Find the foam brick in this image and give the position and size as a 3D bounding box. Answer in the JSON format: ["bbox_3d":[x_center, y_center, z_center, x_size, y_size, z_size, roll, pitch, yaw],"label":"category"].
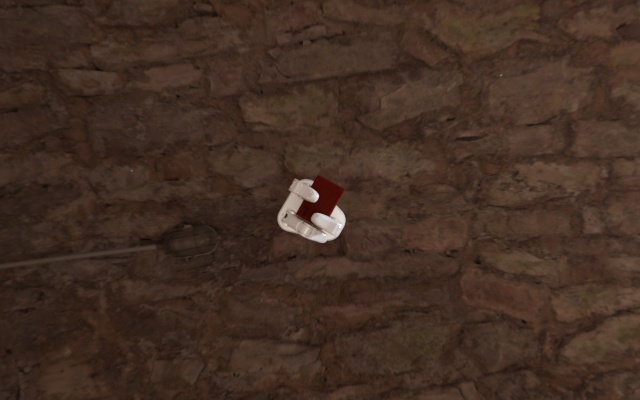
[{"bbox_3d":[0.000,0.002,0.800,0.053,0.078,0.051,31,1,3],"label":"foam brick"}]
